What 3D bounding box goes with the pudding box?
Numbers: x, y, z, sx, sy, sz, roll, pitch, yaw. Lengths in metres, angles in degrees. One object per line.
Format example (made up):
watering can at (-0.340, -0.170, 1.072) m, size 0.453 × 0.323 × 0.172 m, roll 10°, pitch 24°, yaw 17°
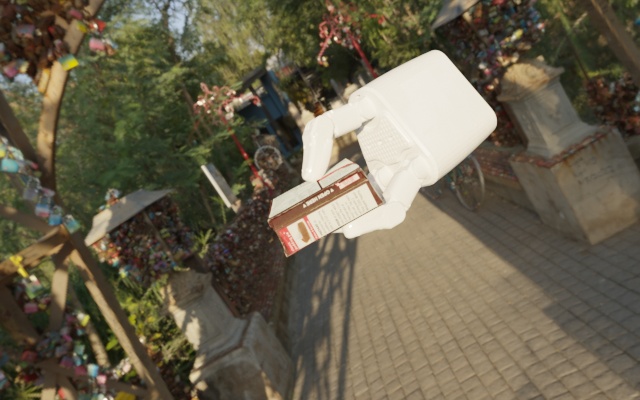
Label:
pudding box at (0.000, 0.001, 0.429) m, size 0.090 × 0.039 × 0.113 m, roll -30°, pitch 8°, yaw 1°
